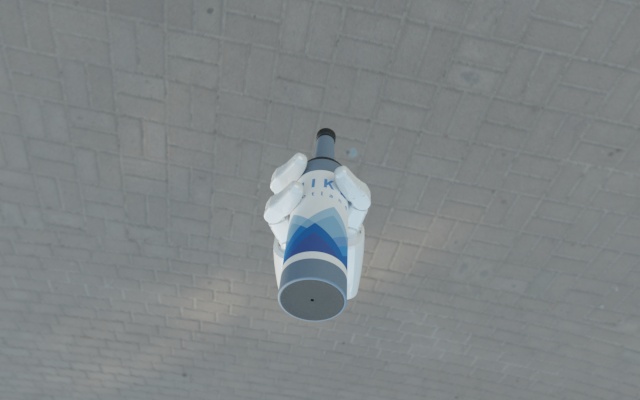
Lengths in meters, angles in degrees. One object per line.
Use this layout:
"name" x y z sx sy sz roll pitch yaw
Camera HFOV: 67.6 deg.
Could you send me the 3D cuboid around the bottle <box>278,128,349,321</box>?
"bottle" 0.000 0.002 0.567 0.069 0.069 0.295 0 40 4
